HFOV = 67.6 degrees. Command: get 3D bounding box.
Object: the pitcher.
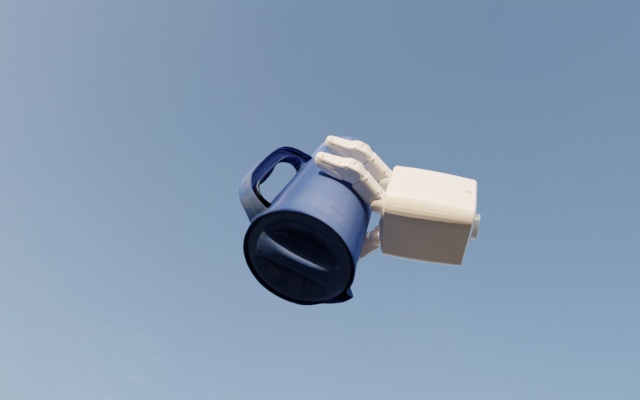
[{"bbox_3d":[0.000,0.002,0.622,0.145,0.149,0.242,9,33,14],"label":"pitcher"}]
